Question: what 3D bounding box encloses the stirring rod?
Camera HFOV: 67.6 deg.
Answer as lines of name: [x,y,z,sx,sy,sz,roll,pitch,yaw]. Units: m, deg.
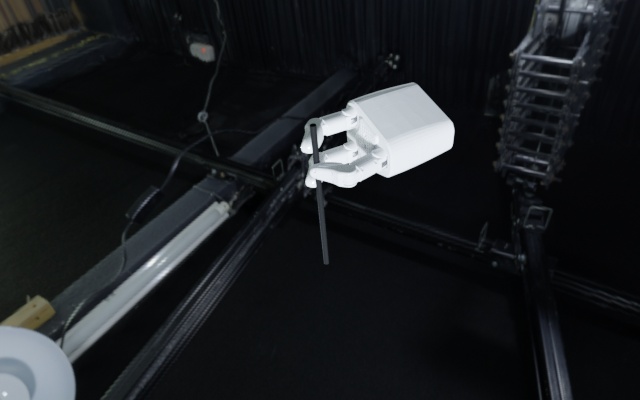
stirring rod: [0.000,0.002,0.645,0.011,0.240,0.011,-3,40,3]
